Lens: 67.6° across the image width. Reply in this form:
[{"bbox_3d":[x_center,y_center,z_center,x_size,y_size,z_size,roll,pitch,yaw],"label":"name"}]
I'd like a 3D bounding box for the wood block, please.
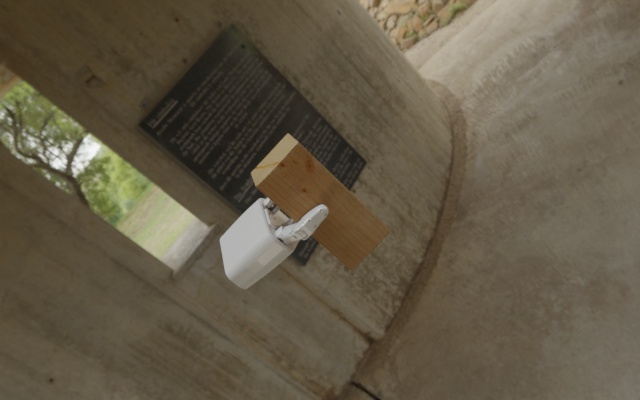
[{"bbox_3d":[0.000,0.003,0.749,0.206,0.090,0.090,42,4,-21],"label":"wood block"}]
